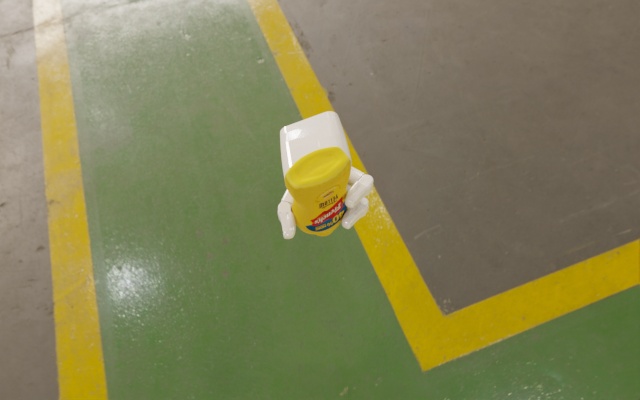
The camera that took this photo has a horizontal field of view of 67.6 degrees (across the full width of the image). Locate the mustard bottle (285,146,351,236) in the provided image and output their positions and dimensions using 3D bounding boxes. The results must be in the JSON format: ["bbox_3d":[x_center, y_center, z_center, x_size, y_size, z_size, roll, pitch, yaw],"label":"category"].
[{"bbox_3d":[0.000,0.003,0.745,0.096,0.058,0.192,-30,-29,-15],"label":"mustard bottle"}]
